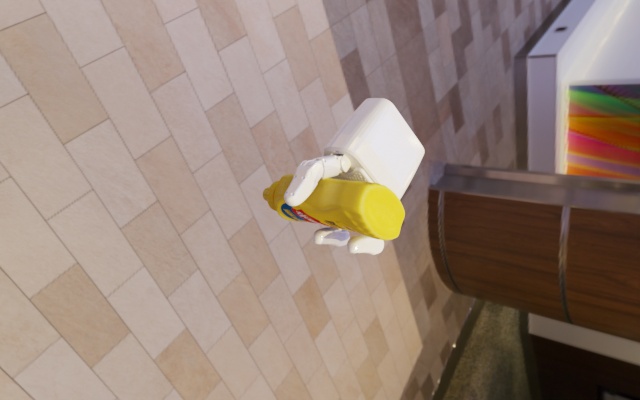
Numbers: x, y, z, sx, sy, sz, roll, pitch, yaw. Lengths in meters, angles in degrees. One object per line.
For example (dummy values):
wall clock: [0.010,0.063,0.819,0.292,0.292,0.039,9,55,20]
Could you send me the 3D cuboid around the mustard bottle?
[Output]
mustard bottle: [0.000,0.002,0.588,0.191,0.058,0.096,10,-13,40]
